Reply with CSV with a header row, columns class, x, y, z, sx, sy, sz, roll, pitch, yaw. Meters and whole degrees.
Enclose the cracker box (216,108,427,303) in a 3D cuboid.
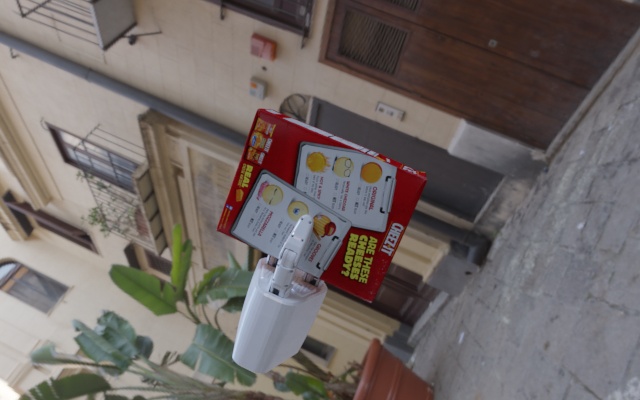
class,x,y,z,sx,sy,sz,roll,pitch,yaw
cracker box,0.000,0.002,0.588,0.213,0.164,0.072,23,15,8
